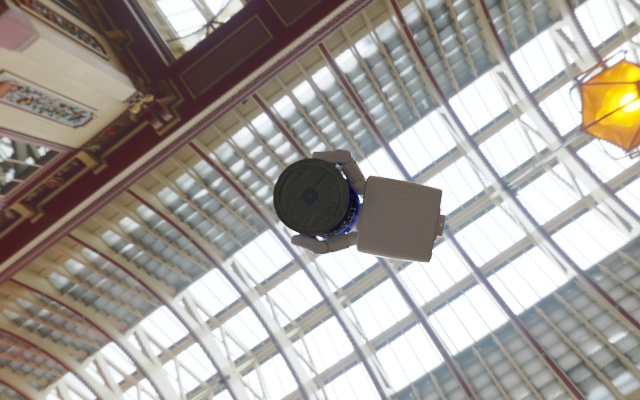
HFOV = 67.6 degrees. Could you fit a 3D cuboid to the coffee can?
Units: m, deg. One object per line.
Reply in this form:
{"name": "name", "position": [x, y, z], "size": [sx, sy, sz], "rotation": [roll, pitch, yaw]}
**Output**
{"name": "coffee can", "position": [0.000, 0.002, 0.695], "size": [0.103, 0.103, 0.140], "rotation": [0, -7, 12]}
